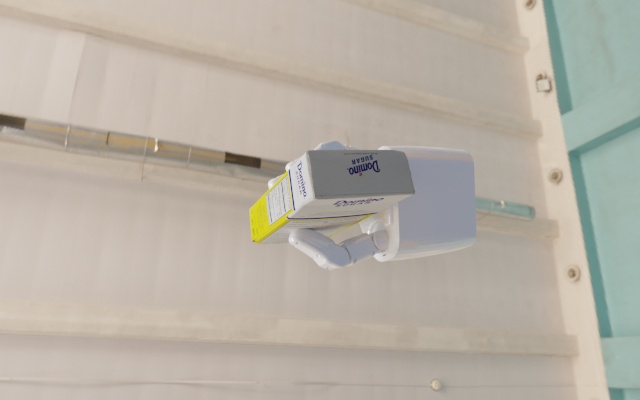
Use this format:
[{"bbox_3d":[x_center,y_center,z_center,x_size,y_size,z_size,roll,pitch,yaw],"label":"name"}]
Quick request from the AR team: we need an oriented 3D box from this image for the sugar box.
[{"bbox_3d":[0.000,0.001,0.448,0.093,0.048,0.176,-3,-17,-25],"label":"sugar box"}]
